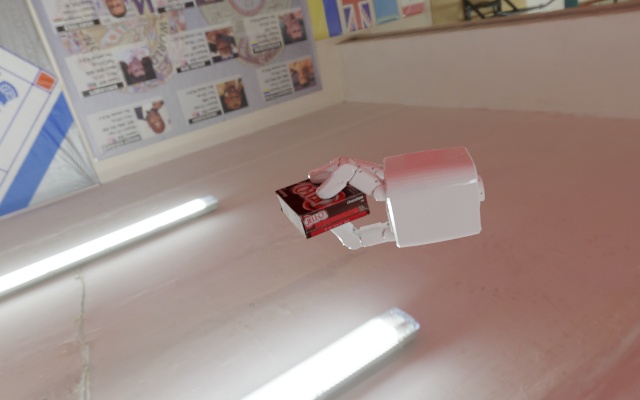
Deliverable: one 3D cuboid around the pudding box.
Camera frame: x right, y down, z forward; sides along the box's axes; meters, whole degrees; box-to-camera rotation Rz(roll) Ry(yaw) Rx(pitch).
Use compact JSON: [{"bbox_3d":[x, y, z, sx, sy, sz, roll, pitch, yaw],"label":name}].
[{"bbox_3d":[0.000,0.002,0.627,0.090,0.039,0.113,-20,21,-15],"label":"pudding box"}]
